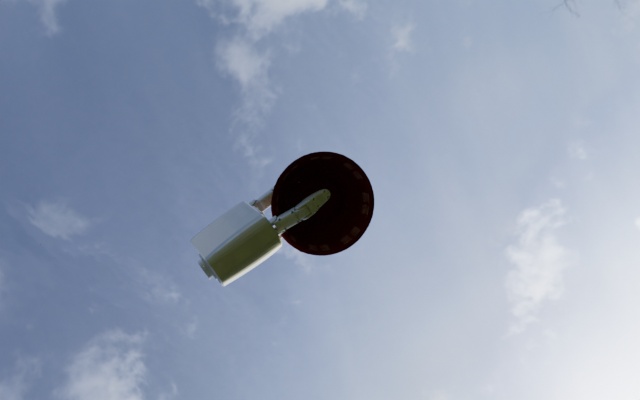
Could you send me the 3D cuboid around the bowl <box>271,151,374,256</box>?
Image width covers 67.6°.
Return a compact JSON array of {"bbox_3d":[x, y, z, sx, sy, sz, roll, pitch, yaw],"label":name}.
[{"bbox_3d":[0.001,0.002,0.752,0.162,0.162,0.055,0,8,-12],"label":"bowl"}]
